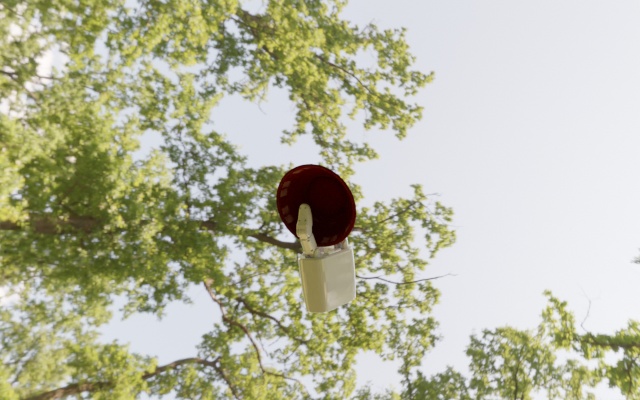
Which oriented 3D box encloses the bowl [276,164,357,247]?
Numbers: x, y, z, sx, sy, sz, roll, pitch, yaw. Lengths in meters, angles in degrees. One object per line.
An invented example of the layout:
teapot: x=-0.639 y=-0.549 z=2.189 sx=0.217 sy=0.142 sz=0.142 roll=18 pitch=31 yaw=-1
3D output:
bowl: x=0.000 y=0.002 z=0.889 sx=0.162 sy=0.162 sz=0.055 roll=0 pitch=20 yaw=27
